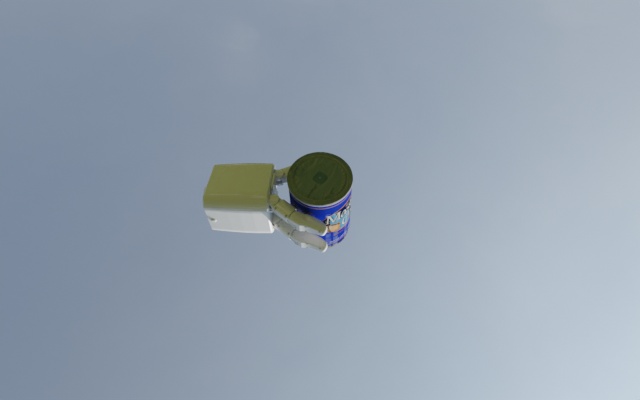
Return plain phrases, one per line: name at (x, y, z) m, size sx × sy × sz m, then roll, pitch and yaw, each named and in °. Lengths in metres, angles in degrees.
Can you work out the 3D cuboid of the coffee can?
coffee can at (0.000, 0.002, 0.795) m, size 0.103 × 0.102 × 0.140 m, roll 0°, pitch -34°, yaw 1°
